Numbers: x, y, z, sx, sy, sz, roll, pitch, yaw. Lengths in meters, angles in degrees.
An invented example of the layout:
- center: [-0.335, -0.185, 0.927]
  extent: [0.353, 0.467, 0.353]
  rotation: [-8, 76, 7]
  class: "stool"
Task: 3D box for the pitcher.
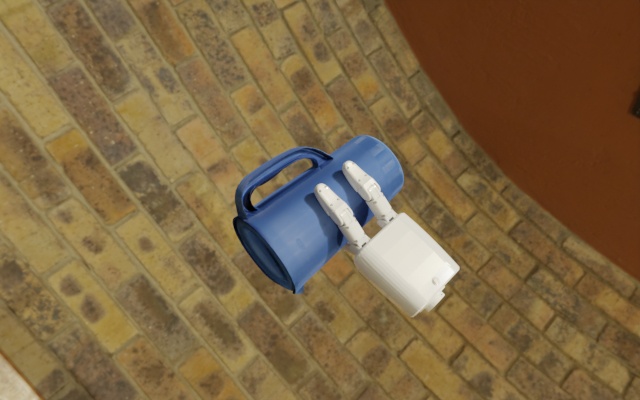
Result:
- center: [0.000, 0.002, 0.685]
  extent: [0.242, 0.145, 0.149]
  rotation: [-39, -19, -22]
  class: "pitcher"
